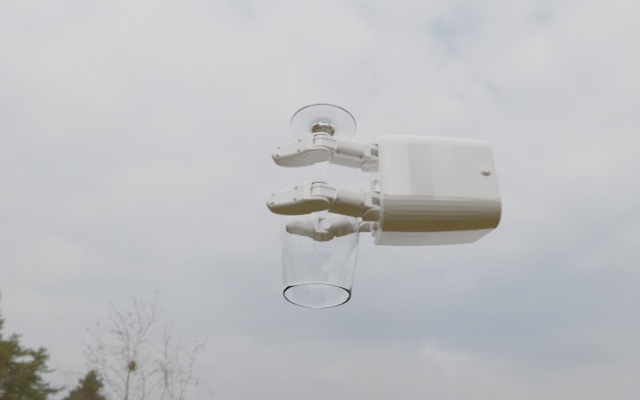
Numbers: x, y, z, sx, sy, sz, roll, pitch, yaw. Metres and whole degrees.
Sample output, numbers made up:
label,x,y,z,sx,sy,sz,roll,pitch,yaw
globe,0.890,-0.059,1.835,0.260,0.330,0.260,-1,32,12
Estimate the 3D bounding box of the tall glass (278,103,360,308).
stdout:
label,x,y,z,sx,sy,sz,roll,pitch,yaw
tall glass,0.000,0.001,0.479,0.079,0.201,0.079,2,-32,1
